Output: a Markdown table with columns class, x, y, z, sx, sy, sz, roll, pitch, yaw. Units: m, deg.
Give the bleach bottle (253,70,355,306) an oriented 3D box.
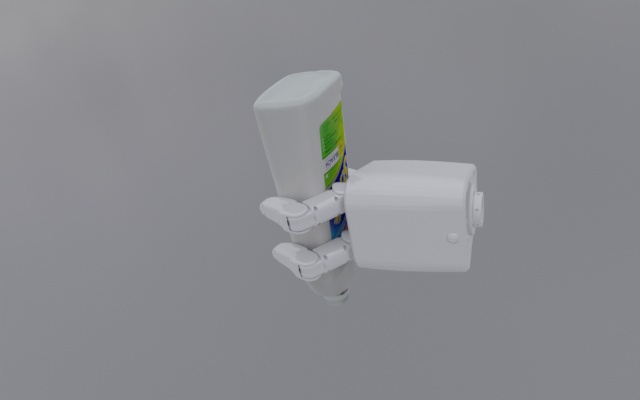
| class | x | y | z | sx | sy | sz | roll | pitch | yaw |
| --- | --- | --- | --- | --- | --- | --- | --- | --- | --- |
| bleach bottle | 0.000 | 0.002 | 0.502 | 0.068 | 0.251 | 0.102 | 2 | 32 | 23 |
